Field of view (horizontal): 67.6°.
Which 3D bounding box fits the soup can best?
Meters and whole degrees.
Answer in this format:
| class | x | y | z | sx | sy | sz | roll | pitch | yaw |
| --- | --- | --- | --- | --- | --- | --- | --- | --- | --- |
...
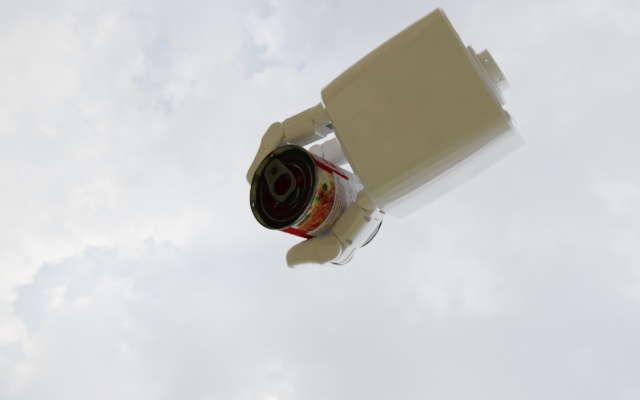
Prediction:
| class | x | y | z | sx | sy | sz | roll | pitch | yaw |
| --- | --- | --- | --- | --- | --- | --- | --- | --- | --- |
| soup can | 0.000 | 0.002 | 0.402 | 0.068 | 0.068 | 0.102 | 0 | -14 | 38 |
